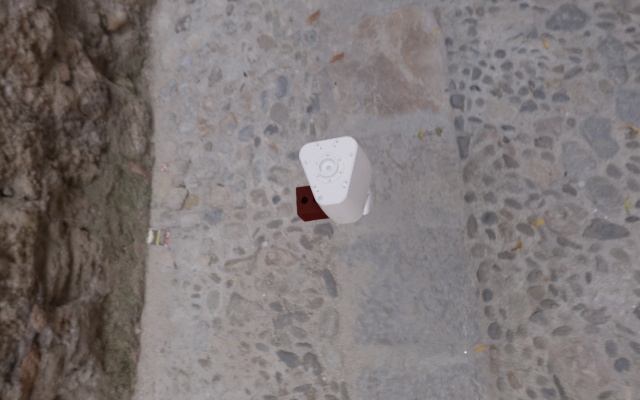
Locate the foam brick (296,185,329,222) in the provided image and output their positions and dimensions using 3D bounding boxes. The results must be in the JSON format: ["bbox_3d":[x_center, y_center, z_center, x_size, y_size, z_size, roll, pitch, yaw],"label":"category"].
[{"bbox_3d":[0.000,0.003,0.839,0.078,0.053,0.051,-8,-18,14],"label":"foam brick"}]
